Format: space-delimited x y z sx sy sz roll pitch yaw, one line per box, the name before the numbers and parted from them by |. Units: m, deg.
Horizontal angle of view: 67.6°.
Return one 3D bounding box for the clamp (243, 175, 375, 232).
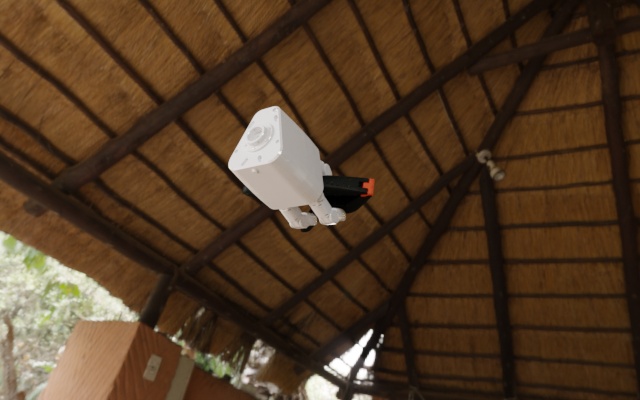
clamp | 0.001 0.002 0.782 0.210 0.036 0.165 -8 -32 31
